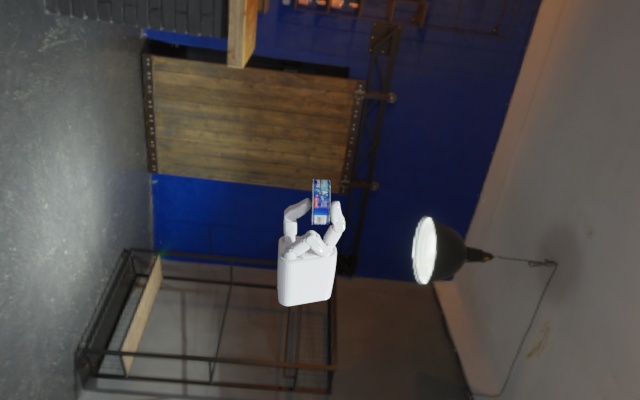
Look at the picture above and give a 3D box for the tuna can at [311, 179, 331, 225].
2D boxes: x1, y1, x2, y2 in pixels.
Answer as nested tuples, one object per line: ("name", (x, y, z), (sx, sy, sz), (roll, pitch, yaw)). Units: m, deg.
("tuna can", (0.001, 0.003, 0.892), (0.034, 0.086, 0.086), (1, 0, -1))
